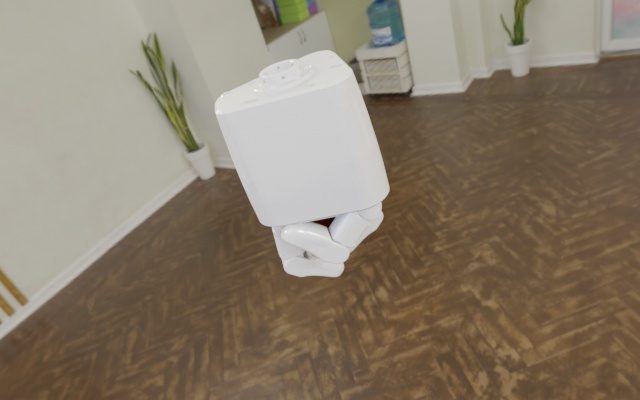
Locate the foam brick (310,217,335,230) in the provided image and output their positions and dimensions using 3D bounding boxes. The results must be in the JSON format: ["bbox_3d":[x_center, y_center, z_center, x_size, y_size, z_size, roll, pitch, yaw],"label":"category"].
[{"bbox_3d":[0.000,0.001,0.460,0.053,0.051,0.078,-21,31,-1],"label":"foam brick"}]
